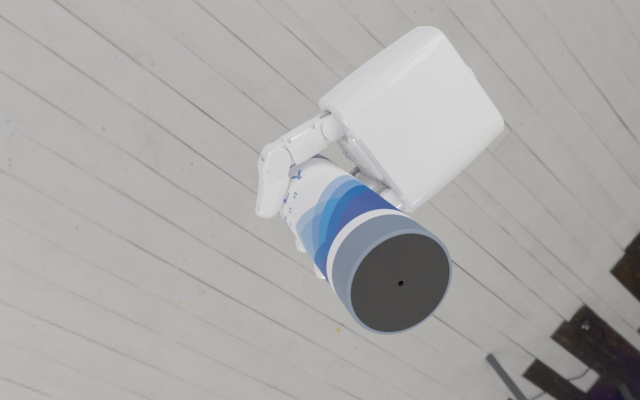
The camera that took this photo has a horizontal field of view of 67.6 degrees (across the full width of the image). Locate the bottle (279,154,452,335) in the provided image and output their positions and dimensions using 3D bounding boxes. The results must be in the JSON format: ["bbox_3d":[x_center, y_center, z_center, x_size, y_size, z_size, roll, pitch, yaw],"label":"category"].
[{"bbox_3d":[0.000,0.001,0.400,0.069,0.069,0.295,0,18,-19],"label":"bottle"}]
